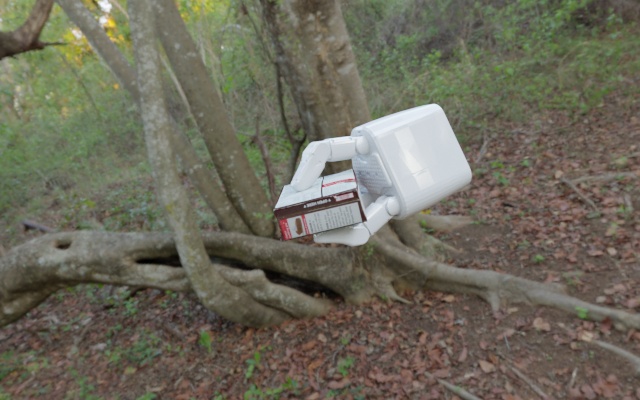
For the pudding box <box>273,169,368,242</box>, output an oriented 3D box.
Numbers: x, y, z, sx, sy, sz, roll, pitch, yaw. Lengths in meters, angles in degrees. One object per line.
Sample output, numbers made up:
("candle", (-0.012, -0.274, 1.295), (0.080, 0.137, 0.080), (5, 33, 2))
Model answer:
("pudding box", (0.000, 0.002, 0.519), (0.090, 0.039, 0.113), (-15, 12, 5))
